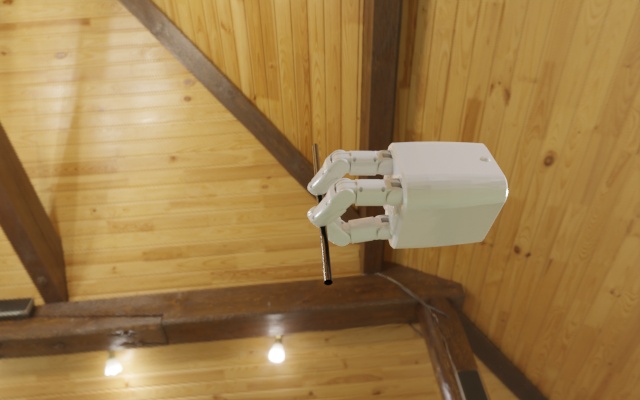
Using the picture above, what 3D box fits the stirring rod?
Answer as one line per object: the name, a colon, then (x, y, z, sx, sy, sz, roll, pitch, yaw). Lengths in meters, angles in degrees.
stirring rod: (0.000, 0.002, 0.532, 0.011, 0.011, 0.239, 0, 38, -4)
